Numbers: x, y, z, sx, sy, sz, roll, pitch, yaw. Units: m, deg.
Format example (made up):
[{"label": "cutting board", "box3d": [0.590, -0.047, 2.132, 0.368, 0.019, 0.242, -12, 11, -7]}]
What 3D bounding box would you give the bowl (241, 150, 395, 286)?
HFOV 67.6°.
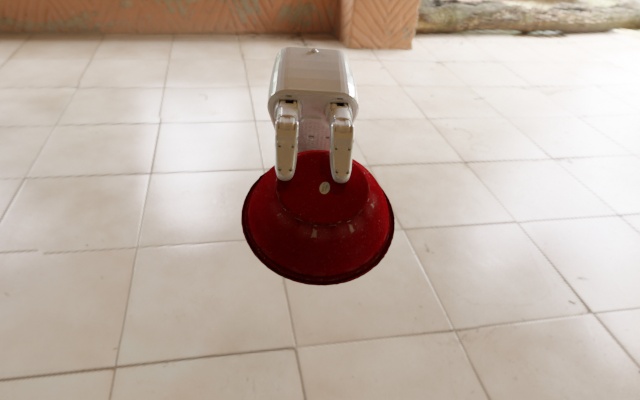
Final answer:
[{"label": "bowl", "box3d": [0.000, 0.002, 0.481, 0.162, 0.162, 0.055, 0, -35, -5]}]
